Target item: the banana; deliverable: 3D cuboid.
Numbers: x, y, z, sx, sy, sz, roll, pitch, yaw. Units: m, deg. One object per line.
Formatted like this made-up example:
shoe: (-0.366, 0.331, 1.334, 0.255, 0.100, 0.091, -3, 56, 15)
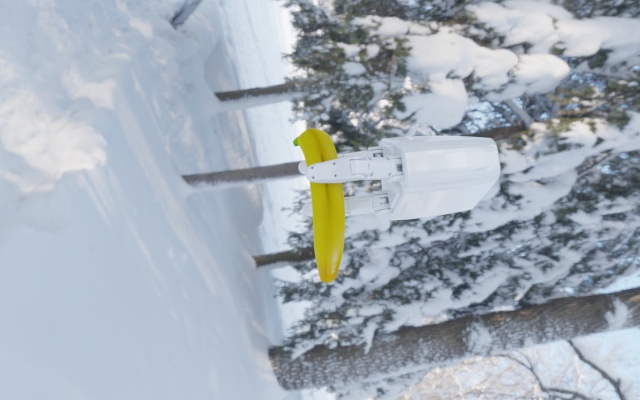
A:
banana: (0.003, -0.011, 0.527, 0.037, 0.197, 0.070, -2, -32, -13)
